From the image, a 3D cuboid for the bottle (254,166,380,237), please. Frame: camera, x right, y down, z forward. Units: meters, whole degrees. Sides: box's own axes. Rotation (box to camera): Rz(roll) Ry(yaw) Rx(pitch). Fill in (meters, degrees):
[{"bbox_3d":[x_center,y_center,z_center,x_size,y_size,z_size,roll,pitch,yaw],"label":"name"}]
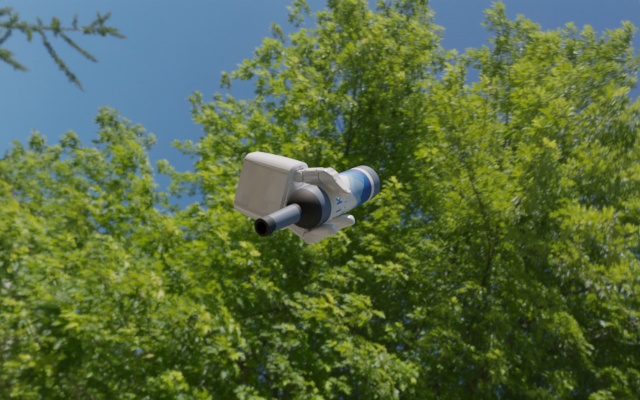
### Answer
[{"bbox_3d":[0.000,0.002,0.779,0.069,0.069,0.295,0,14,35],"label":"bottle"}]
